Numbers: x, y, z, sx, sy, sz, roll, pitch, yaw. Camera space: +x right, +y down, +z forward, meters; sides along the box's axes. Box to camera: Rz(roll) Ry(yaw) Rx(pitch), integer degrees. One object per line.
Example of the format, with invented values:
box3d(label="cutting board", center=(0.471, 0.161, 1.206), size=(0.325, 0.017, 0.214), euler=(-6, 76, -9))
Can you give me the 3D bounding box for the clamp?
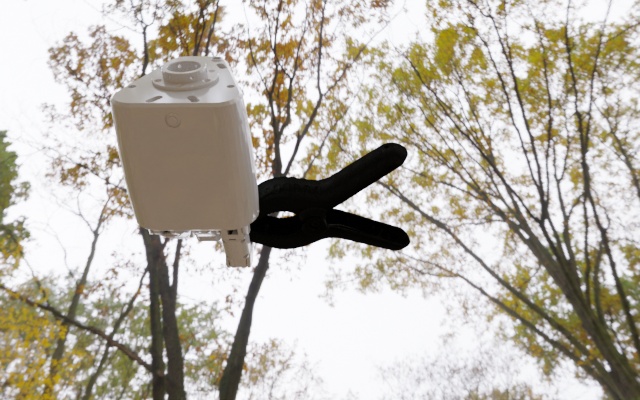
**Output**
box3d(label="clamp", center=(0.000, 0.001, 0.420), size=(0.171, 0.120, 0.039), euler=(-2, 37, -3))
